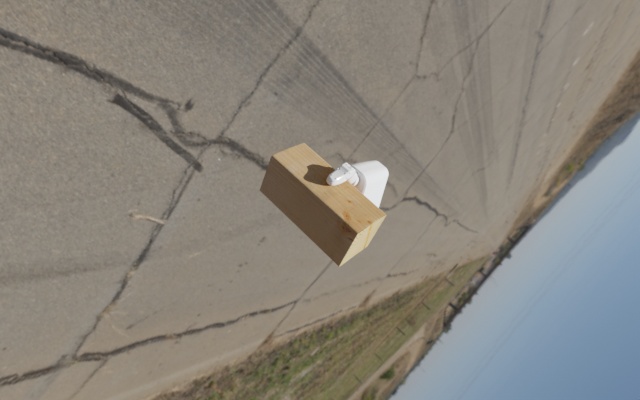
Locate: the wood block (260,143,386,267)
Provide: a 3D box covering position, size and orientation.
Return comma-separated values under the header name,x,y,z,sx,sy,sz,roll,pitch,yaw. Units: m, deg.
name,x,y,z,sx,sy,sz,roll,pitch,yaw
wood block,0.001,0.003,0.845,0.206,0.091,0.090,42,43,19
